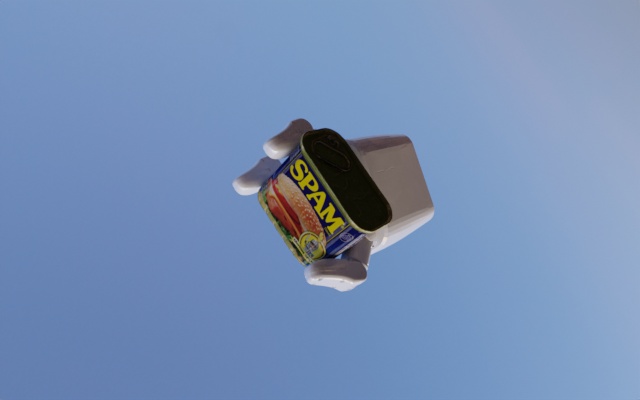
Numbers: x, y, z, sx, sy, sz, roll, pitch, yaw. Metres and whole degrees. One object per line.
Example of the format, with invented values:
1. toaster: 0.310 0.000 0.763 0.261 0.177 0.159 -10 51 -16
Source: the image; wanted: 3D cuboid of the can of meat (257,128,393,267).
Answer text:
1. can of meat: 0.000 0.002 0.429 0.057 0.102 0.084 -23 -14 -48
